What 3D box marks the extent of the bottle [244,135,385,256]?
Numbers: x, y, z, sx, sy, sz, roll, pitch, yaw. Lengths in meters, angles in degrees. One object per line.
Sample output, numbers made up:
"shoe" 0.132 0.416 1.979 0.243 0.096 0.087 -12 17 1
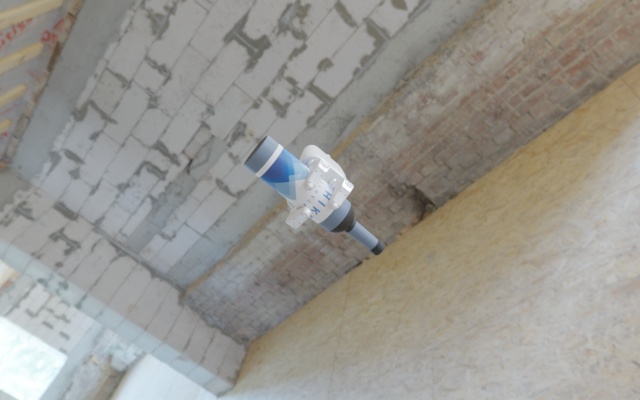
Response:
"bottle" 0.000 0.003 0.853 0.296 0.069 0.069 39 -12 -15
